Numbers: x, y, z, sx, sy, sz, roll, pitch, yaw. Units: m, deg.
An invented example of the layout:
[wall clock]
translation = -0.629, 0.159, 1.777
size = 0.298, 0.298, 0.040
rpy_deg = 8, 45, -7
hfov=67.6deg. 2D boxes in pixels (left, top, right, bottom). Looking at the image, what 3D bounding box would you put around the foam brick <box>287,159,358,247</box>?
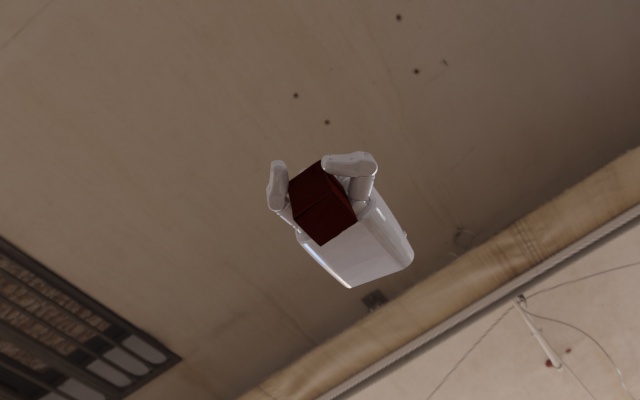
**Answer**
[foam brick]
translation = 0.000, 0.002, 0.532
size = 0.053, 0.051, 0.078
rpy_deg = -34, 31, 11
